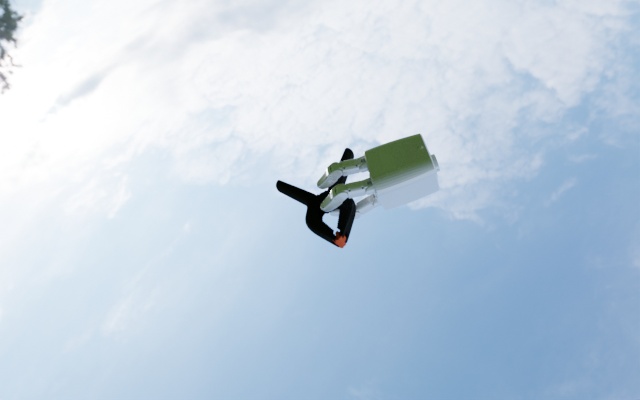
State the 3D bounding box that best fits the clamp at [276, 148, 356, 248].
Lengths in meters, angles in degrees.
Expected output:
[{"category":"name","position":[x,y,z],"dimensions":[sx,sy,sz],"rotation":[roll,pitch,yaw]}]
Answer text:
[{"category":"clamp","position":[0.001,0.004,0.873],"dimensions":[0.164,0.209,0.036],"rotation":[-21,-42,11]}]
